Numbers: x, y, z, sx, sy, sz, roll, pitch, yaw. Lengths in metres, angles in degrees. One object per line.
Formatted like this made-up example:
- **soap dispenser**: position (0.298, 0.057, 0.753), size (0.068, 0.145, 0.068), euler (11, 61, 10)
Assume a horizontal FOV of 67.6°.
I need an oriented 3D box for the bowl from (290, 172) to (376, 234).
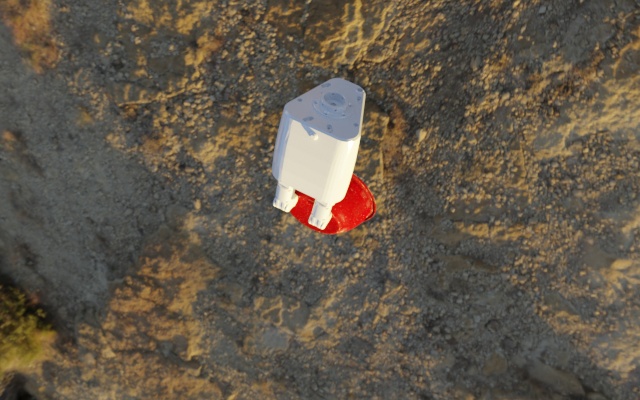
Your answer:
- **bowl**: position (0.000, 0.003, 0.727), size (0.162, 0.055, 0.162), euler (24, -27, 13)
